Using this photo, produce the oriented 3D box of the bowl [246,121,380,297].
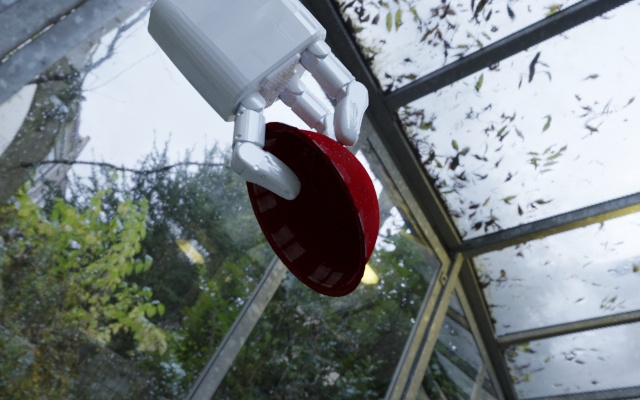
[{"bbox_3d":[0.001,0.002,0.423,0.055,0.162,0.162,-26,15,-33],"label":"bowl"}]
